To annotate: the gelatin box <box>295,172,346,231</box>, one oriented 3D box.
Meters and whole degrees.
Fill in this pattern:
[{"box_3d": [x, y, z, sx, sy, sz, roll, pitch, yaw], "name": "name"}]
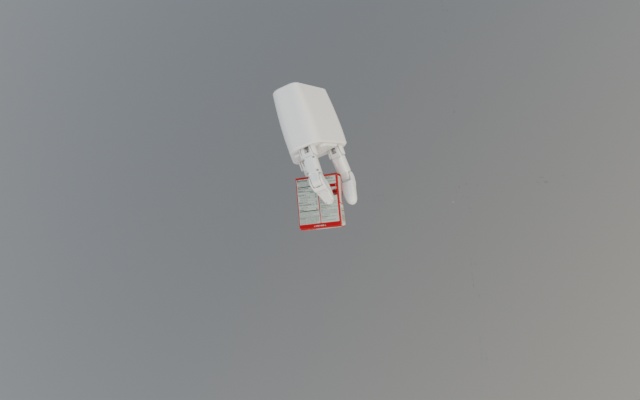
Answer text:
[{"box_3d": [0.000, 0.003, 0.792, 0.073, 0.089, 0.030, -7, -7, 17], "name": "gelatin box"}]
